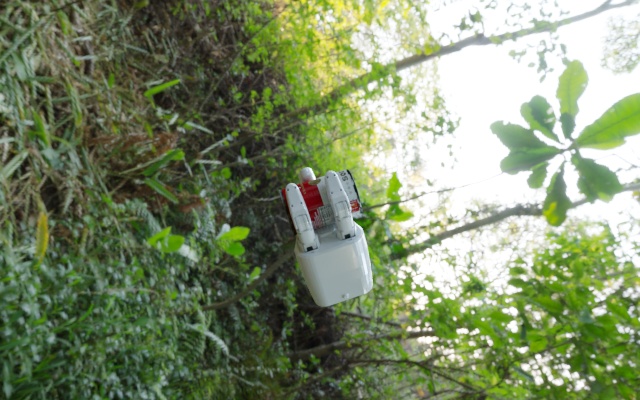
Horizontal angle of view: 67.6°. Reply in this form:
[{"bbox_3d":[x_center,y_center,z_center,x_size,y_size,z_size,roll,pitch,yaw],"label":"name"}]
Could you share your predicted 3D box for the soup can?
[{"bbox_3d":[0.000,0.002,0.670,0.102,0.068,0.068,-18,1,-3],"label":"soup can"}]
